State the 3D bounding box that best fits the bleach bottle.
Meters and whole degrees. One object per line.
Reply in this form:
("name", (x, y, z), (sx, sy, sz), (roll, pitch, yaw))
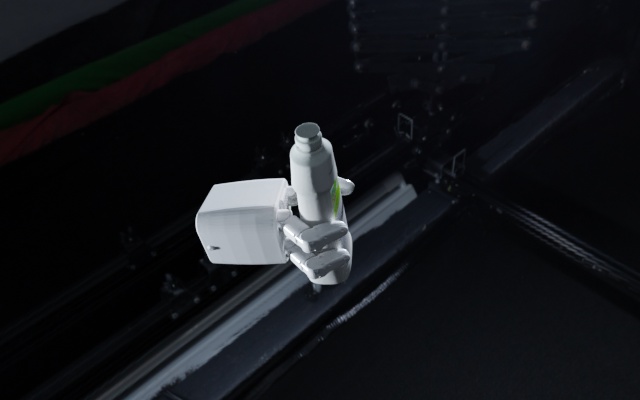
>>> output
("bleach bottle", (0.000, 0.002, 0.631), (0.068, 0.102, 0.251), (-2, -44, 7))
